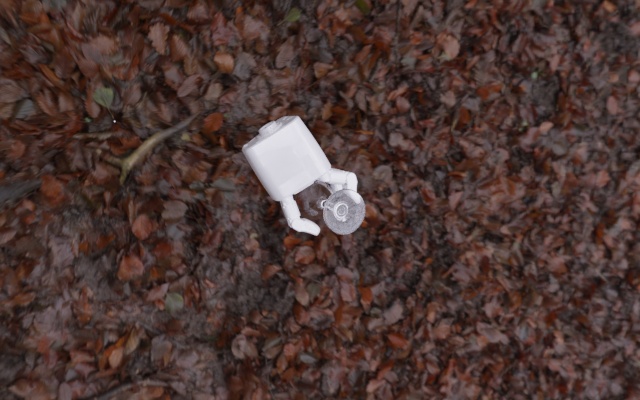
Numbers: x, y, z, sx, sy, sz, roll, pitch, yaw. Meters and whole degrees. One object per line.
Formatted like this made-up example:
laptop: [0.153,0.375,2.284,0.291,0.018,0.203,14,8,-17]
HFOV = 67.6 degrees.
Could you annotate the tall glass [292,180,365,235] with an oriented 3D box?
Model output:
tall glass: [0.000,0.003,0.852,0.079,0.079,0.201,0,9,-23]
